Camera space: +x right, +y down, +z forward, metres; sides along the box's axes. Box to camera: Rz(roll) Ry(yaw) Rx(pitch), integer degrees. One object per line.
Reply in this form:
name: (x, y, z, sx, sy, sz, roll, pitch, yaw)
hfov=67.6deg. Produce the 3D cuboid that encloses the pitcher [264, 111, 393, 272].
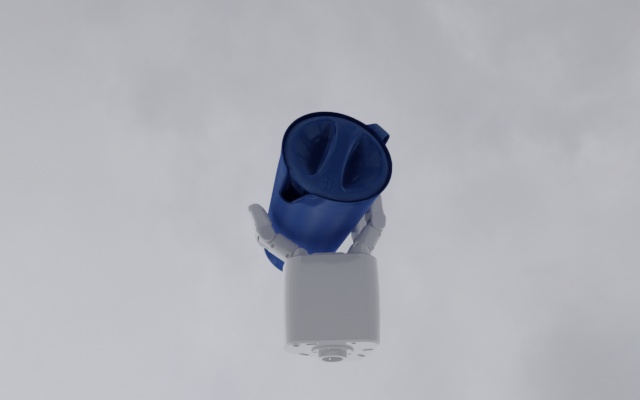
pitcher: (0.000, 0.002, 0.647, 0.149, 0.145, 0.243, 6, -33, -13)
